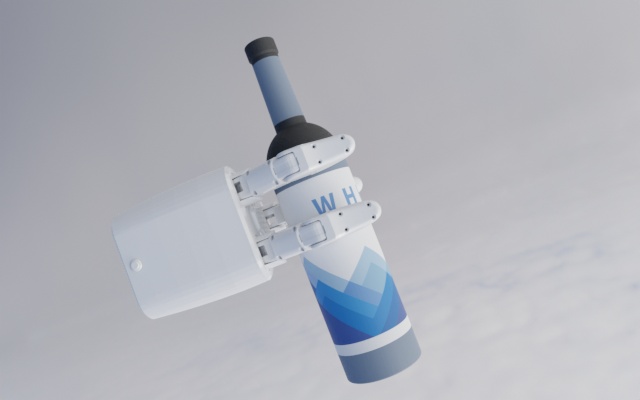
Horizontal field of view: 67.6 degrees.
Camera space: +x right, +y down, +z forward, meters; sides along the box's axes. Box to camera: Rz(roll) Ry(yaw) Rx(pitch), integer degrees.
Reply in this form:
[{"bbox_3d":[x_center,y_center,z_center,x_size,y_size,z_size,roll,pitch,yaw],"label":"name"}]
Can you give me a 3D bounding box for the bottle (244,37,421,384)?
[{"bbox_3d":[0.000,0.002,0.407,0.069,0.295,0.069,-21,-3,-1],"label":"bottle"}]
